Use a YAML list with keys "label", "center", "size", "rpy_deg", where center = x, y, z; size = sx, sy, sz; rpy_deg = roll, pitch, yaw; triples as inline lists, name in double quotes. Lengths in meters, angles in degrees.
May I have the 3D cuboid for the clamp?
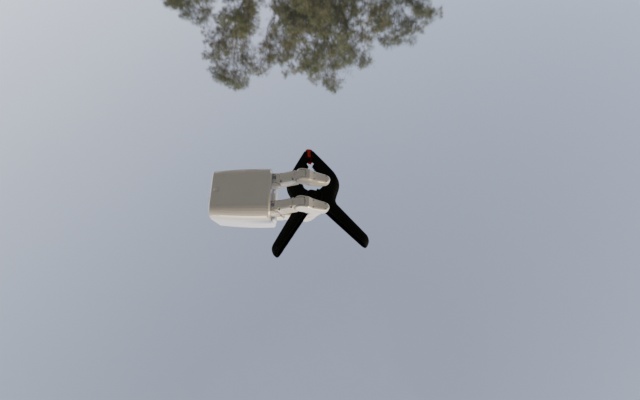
- label: "clamp"
  center: [0.000, 0.003, 0.850]
  size: [0.164, 0.209, 0.036]
  rpy_deg: [1, -28, -1]
